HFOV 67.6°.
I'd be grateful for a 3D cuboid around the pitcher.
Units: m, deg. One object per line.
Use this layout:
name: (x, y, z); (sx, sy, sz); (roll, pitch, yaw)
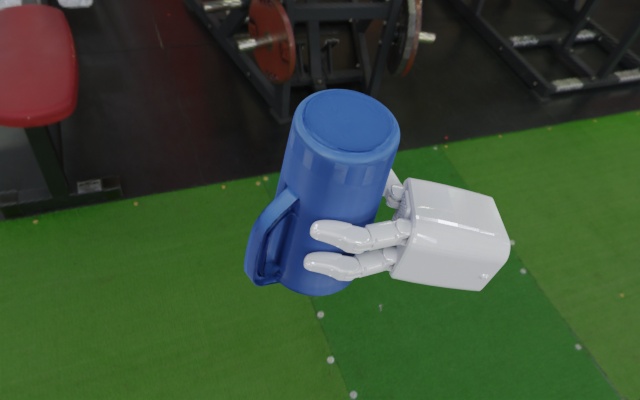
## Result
pitcher: (0.000, 0.002, 0.549); (0.145, 0.149, 0.243); (11, -41, -2)
